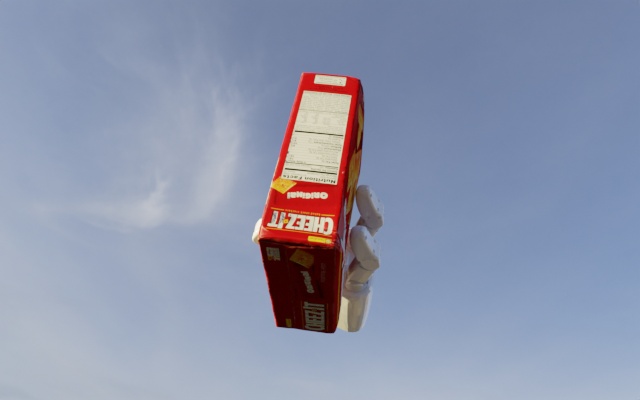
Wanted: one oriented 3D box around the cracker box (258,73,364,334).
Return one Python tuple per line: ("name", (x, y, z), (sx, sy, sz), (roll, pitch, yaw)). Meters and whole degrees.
("cracker box", (0.000, 0.001, 0.489), (0.072, 0.213, 0.164), (5, -38, 6))
